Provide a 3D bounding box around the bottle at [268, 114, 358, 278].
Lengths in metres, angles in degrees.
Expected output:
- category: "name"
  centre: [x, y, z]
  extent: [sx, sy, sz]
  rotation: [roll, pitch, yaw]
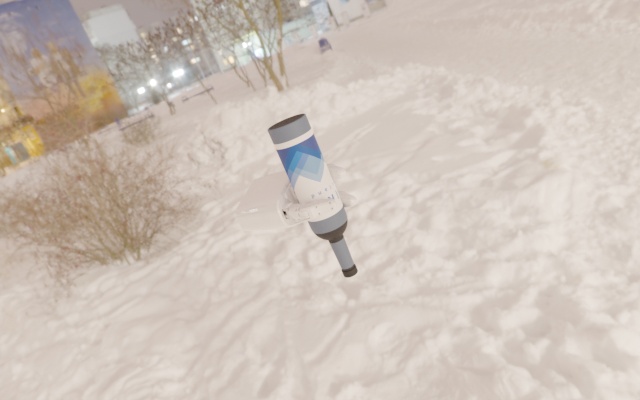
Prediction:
- category: "bottle"
  centre: [0.000, 0.002, 0.809]
  extent: [0.069, 0.296, 0.069]
  rotation: [-21, 19, 7]
